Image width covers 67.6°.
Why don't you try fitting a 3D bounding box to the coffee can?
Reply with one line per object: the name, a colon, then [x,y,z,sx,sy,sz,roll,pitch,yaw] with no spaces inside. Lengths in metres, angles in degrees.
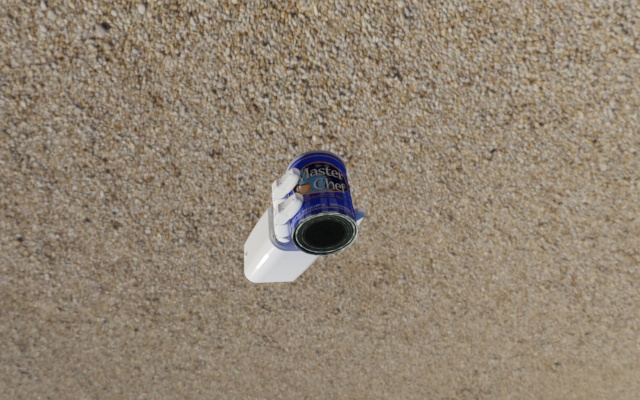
coffee can: [0.000,0.002,0.767,0.103,0.140,0.103,-4,-44,-4]
